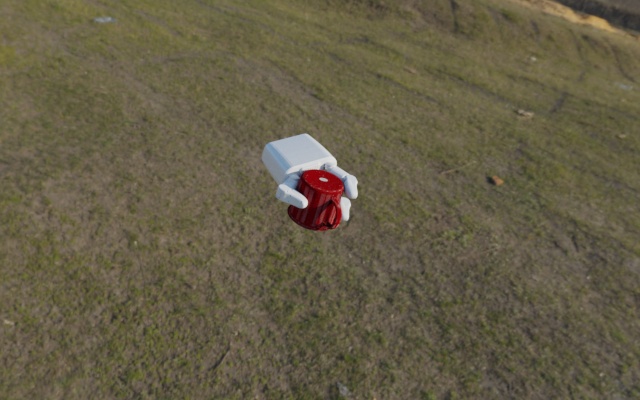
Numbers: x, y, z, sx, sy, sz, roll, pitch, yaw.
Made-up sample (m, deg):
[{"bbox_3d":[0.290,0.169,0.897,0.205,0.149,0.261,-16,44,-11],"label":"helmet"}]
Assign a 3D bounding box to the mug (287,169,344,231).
[{"bbox_3d":[0.001,0.003,0.860,0.093,0.081,0.117,-4,36,-34],"label":"mug"}]
